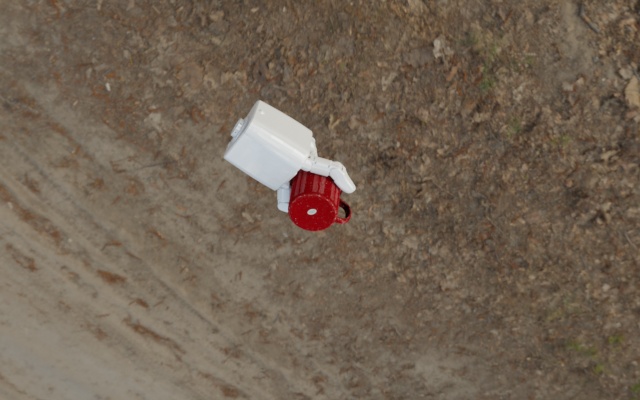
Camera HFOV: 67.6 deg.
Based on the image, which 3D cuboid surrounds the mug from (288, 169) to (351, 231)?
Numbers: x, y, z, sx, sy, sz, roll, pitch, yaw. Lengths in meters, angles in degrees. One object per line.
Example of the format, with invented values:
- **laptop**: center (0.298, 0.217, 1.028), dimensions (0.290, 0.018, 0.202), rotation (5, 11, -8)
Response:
- **mug**: center (0.001, 0.003, 0.799), dimensions (0.117, 0.093, 0.081), rotation (30, 35, -17)
